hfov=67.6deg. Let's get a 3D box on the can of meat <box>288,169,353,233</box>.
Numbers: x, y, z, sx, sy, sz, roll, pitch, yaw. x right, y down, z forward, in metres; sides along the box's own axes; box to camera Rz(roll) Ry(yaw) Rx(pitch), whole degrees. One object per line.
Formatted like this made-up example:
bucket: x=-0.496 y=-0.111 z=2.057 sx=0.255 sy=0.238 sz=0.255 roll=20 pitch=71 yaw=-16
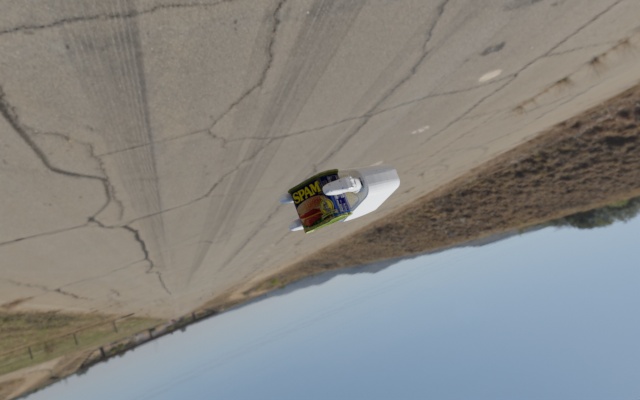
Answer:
can of meat: x=0.000 y=0.003 z=0.843 sx=0.102 sy=0.084 sz=0.057 roll=-27 pitch=-9 yaw=41
